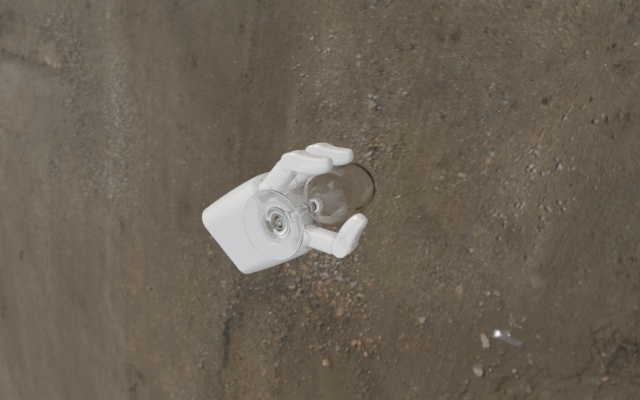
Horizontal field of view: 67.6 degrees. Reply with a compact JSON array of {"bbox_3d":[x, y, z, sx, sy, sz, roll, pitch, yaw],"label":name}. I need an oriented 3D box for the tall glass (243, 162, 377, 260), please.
[{"bbox_3d":[0.000,0.002,0.564,0.079,0.079,0.201,0,14,31],"label":"tall glass"}]
